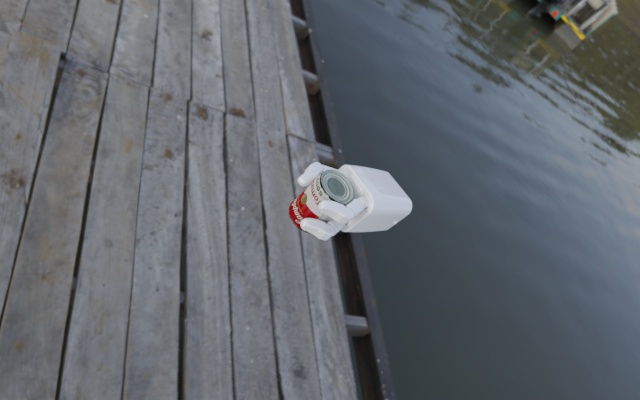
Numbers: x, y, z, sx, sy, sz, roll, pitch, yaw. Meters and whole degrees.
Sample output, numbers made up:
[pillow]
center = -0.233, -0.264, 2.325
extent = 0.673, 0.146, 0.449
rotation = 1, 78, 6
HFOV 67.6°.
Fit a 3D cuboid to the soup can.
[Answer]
[soup can]
center = 0.000, 0.002, 0.803
extent = 0.068, 0.068, 0.102
rotation = 0, -31, -40
